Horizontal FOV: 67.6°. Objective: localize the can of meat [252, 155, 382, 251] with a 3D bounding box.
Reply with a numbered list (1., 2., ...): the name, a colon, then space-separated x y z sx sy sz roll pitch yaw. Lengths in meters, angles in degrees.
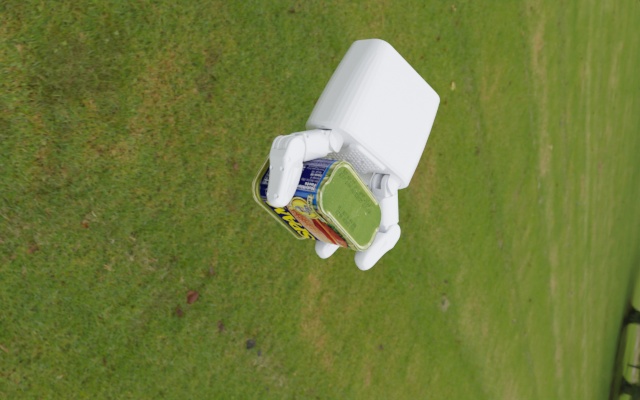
1. can of meat: 0.000 0.002 0.451 0.084 0.057 0.102 10 -27 41
